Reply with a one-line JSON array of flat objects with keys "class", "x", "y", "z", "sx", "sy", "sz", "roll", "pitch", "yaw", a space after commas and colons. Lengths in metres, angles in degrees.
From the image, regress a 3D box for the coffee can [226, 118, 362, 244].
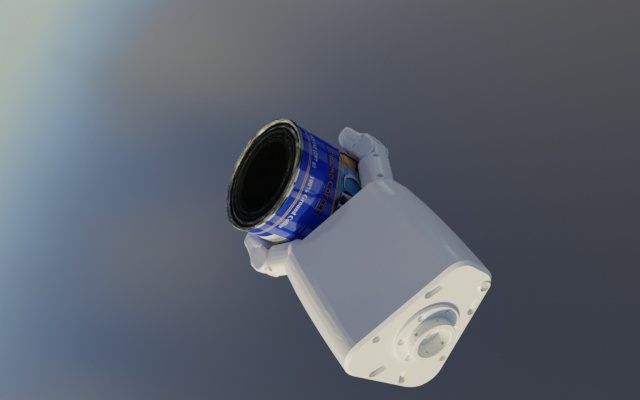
[{"class": "coffee can", "x": 0.000, "y": 0.001, "z": 0.442, "sx": 0.140, "sy": 0.102, "sz": 0.103, "roll": 26, "pitch": -16, "yaw": -36}]
